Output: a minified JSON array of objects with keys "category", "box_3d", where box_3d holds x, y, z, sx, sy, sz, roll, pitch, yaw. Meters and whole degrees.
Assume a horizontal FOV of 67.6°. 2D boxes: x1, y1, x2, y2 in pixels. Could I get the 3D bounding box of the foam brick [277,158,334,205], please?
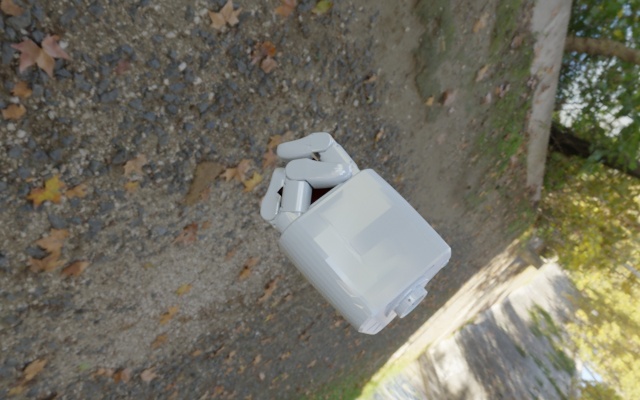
[{"category":"foam brick","box_3d":[0.000,0.002,0.496,0.051,0.053,0.078,45,-1,23]}]
